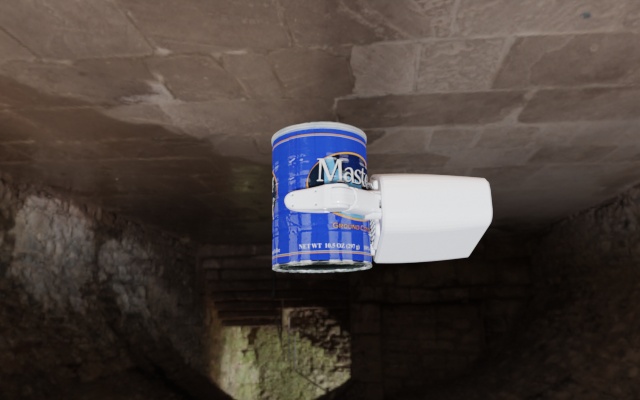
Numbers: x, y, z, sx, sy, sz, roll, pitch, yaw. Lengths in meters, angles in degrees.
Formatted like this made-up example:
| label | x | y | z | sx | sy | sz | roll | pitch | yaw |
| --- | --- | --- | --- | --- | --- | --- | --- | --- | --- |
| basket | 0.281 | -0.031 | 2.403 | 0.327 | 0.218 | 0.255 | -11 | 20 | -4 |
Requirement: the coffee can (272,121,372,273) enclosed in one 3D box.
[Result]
| label | x | y | z | sx | sy | sz | roll | pitch | yaw |
| --- | --- | --- | --- | --- | --- | --- | --- | --- | --- |
| coffee can | 0.000 | 0.001 | 0.502 | 0.103 | 0.140 | 0.103 | -1 | -13 | 0 |
